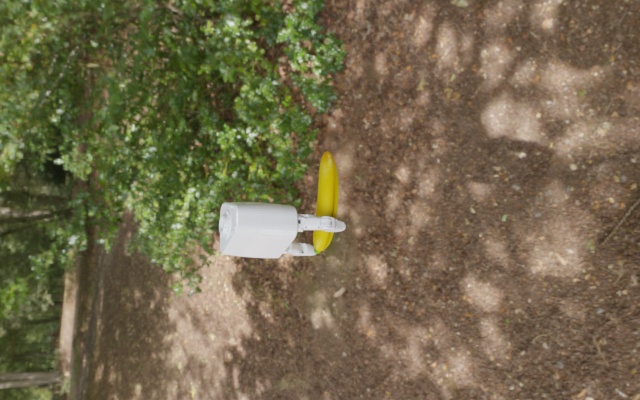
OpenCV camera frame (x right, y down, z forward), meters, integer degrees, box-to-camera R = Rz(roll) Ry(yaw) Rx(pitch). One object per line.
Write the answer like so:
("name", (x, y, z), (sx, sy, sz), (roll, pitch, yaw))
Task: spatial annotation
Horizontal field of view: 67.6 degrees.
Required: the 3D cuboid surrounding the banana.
("banana", (0.007, 0.010, 0.878), (0.037, 0.198, 0.069), (4, 9, -24))
